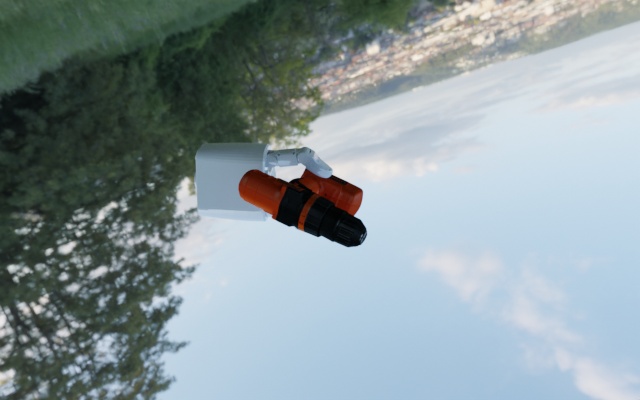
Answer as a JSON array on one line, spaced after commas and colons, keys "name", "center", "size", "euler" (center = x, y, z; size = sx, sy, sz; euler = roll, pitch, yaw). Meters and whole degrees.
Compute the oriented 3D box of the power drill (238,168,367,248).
[{"name": "power drill", "center": [0.000, 0.002, 0.682], "size": [0.184, 0.057, 0.187], "euler": [26, 14, 16]}]
